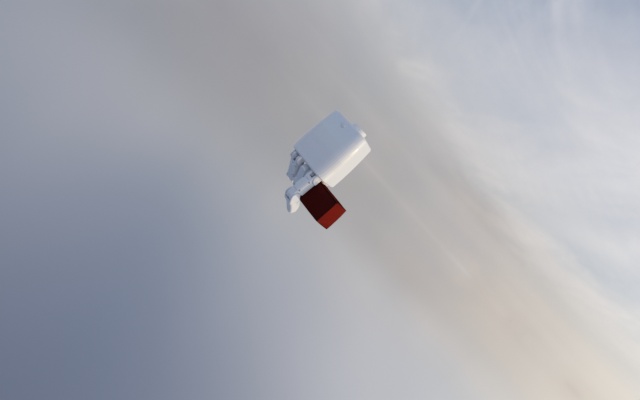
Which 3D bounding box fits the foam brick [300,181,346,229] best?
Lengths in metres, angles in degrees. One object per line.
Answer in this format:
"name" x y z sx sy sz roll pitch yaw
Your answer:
"foam brick" 0.000 0.003 0.874 0.051 0.078 0.053 -41 -28 4
